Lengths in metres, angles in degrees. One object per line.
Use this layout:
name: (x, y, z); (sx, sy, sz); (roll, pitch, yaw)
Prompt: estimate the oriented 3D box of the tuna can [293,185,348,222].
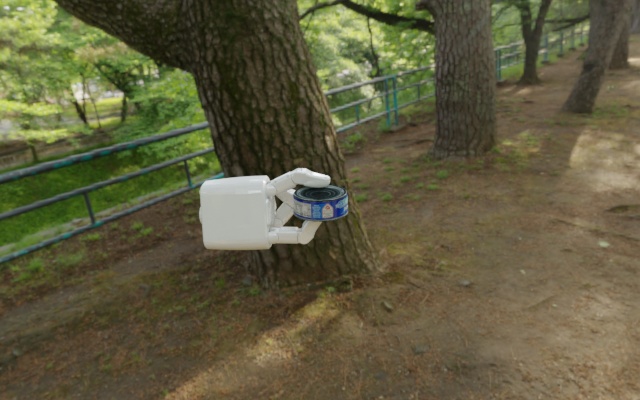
tuna can: (0.000, 0.002, 0.740); (0.086, 0.034, 0.086); (-1, 18, 0)
